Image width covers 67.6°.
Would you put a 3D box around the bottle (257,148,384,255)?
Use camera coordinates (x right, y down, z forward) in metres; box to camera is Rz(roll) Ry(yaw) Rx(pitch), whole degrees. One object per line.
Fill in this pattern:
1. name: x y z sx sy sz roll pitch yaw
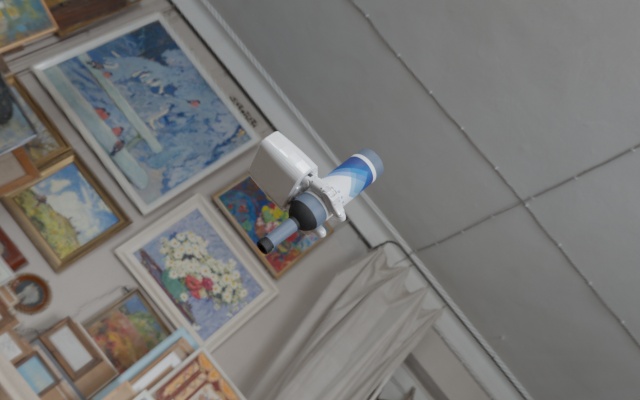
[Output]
1. bottle: 0.000 0.003 0.890 0.295 0.069 0.069 -38 21 -29
